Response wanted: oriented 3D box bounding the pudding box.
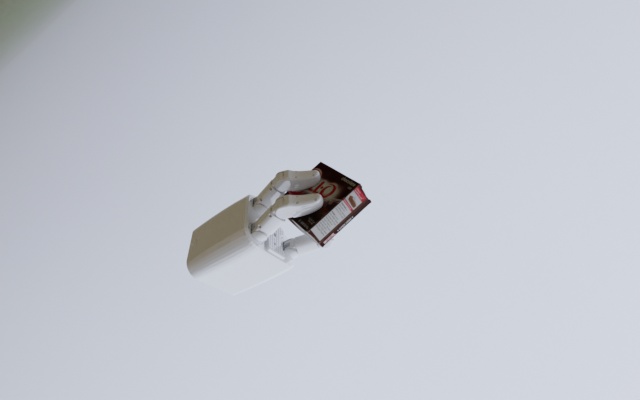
[{"bbox_3d":[0.000,0.002,0.630,0.039,0.090,0.113,52,-9,-34],"label":"pudding box"}]
